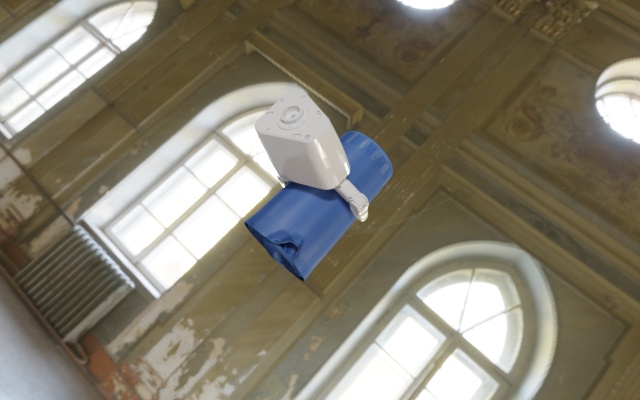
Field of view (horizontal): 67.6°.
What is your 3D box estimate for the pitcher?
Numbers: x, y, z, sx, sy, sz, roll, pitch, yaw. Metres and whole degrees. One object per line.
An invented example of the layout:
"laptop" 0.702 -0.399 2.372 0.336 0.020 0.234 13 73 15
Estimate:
"pitcher" 0.000 0.003 0.792 0.149 0.243 0.145 34 -18 35
